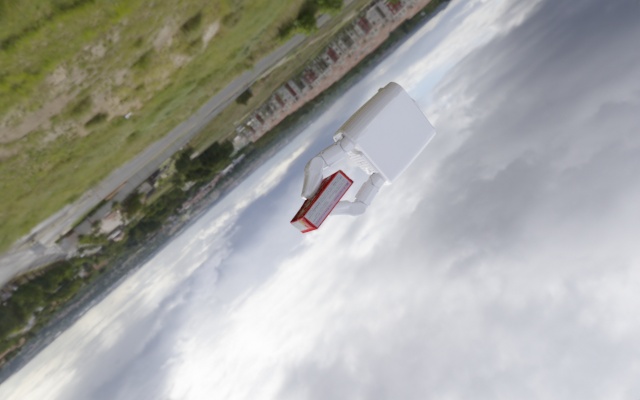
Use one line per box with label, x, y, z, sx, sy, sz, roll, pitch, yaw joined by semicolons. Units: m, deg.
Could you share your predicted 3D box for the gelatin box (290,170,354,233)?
gelatin box;0.000;0.003;0.675;0.030;0.089;0.073;40;-17;-9
